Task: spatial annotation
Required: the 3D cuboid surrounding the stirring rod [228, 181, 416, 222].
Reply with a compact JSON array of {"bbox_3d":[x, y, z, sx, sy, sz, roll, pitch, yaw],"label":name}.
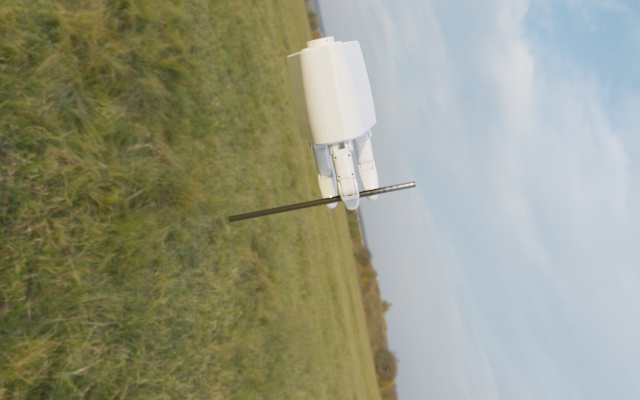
[{"bbox_3d":[0.000,0.002,0.605,0.239,0.011,0.011,-11,-1,5],"label":"stirring rod"}]
